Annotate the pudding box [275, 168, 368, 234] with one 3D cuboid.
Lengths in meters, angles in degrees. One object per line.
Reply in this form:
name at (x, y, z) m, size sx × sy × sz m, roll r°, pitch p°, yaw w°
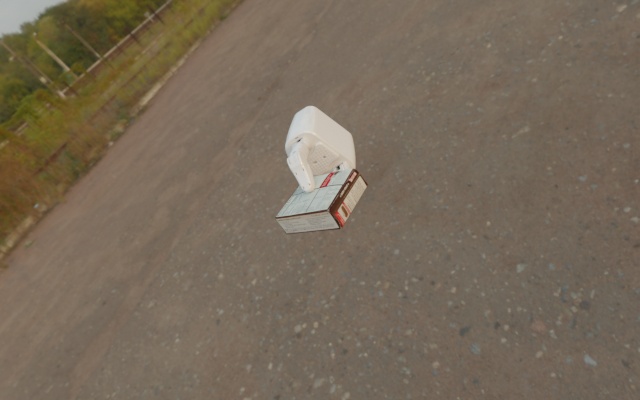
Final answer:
pudding box at (0.000, 0.002, 0.682) m, size 0.113 × 0.039 × 0.090 m, roll -11°, pitch 37°, yaw 45°
